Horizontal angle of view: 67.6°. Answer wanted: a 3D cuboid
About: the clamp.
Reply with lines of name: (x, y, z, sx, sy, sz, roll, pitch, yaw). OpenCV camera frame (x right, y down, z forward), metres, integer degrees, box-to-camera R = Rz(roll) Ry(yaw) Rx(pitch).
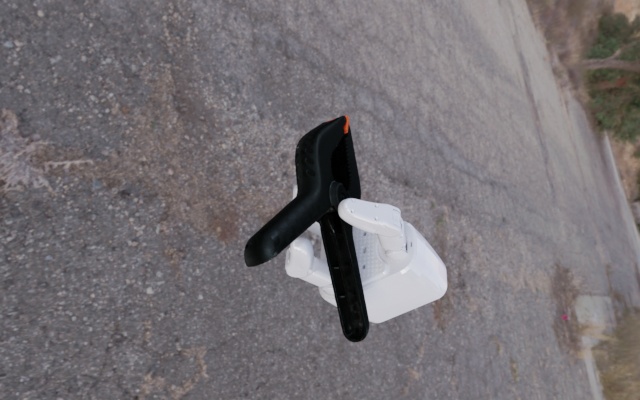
clamp: (0.001, 0.001, 0.419, 0.036, 0.209, 0.165, -13, -33, 27)
